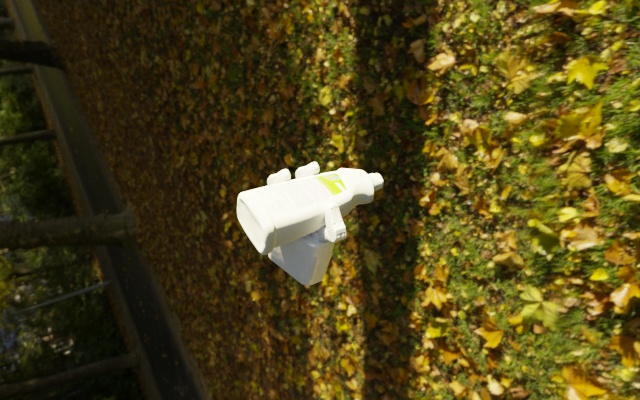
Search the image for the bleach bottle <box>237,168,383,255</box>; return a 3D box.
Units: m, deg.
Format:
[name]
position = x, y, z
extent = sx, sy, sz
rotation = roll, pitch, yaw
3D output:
[bleach bottle]
position = 0.000, 0.002, 0.765
extent = 0.251, 0.068, 0.102
rotation = -17, 48, -29
